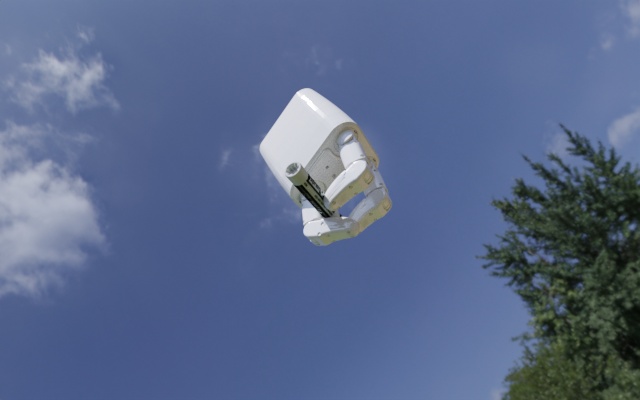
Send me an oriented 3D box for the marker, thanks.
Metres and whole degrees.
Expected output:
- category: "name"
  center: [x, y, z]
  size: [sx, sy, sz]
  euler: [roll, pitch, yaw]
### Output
- category: "marker"
  center: [0.000, 0.002, 0.500]
  size: [0.020, 0.020, 0.121]
  euler: [0, -32, 32]
